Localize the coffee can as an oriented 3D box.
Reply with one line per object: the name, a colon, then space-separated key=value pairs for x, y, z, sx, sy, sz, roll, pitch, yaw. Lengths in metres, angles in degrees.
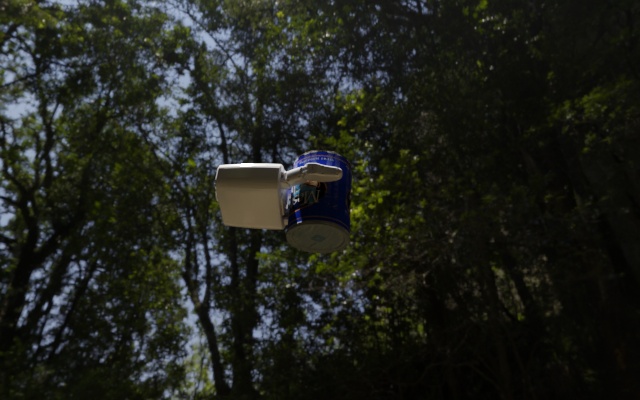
coffee can: x=0.000 y=0.003 z=0.792 sx=0.103 sy=0.140 sz=0.103 roll=3 pitch=-32 yaw=2
